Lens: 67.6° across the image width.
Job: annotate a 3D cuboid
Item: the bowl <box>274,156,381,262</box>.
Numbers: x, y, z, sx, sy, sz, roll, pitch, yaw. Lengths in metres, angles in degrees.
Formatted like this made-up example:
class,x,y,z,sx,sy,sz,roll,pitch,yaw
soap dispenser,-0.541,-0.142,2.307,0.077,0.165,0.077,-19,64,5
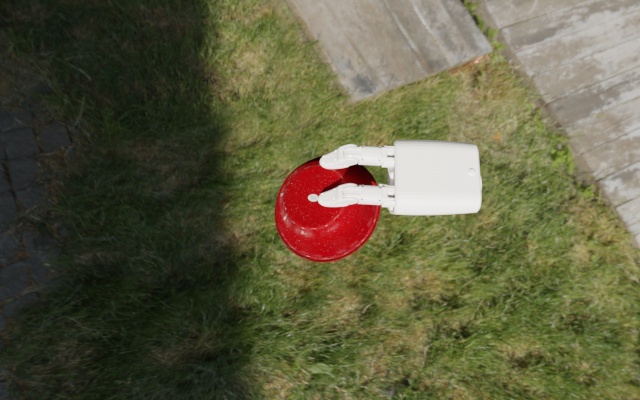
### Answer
class,x,y,z,sx,sy,sz,roll,pitch,yaw
bowl,-0.001,0.002,0.667,0.162,0.162,0.055,0,-17,19
